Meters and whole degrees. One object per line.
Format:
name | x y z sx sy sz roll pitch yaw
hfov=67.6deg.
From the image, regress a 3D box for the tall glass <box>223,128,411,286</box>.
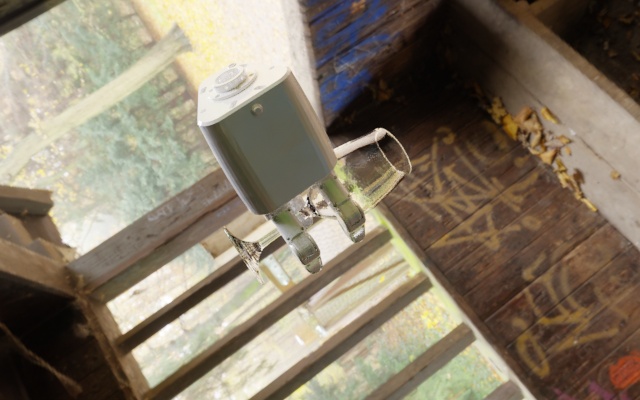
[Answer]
tall glass | 0.000 0.002 0.511 0.201 0.079 0.079 -35 6 -9
